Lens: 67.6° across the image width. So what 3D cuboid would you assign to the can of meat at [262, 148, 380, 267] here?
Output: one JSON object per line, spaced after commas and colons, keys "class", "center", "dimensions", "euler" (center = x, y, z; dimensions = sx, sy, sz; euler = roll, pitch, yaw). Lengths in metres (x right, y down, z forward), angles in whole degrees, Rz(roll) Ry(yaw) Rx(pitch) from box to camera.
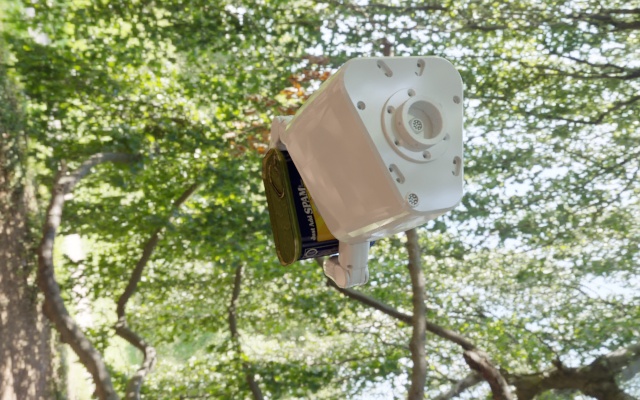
{"class": "can of meat", "center": [0.000, 0.001, 0.431], "dimensions": [0.084, 0.102, 0.057], "euler": [-8, -12, -22]}
